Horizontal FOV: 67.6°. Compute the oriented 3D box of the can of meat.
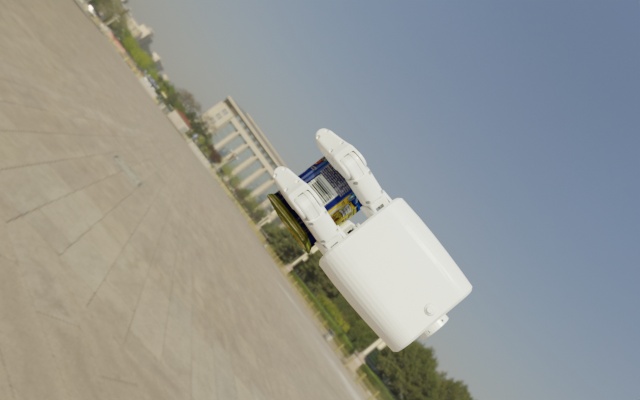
[{"bbox_3d":[0.000,0.001,0.492,0.084,0.057,0.102,-37,-15,-7],"label":"can of meat"}]
